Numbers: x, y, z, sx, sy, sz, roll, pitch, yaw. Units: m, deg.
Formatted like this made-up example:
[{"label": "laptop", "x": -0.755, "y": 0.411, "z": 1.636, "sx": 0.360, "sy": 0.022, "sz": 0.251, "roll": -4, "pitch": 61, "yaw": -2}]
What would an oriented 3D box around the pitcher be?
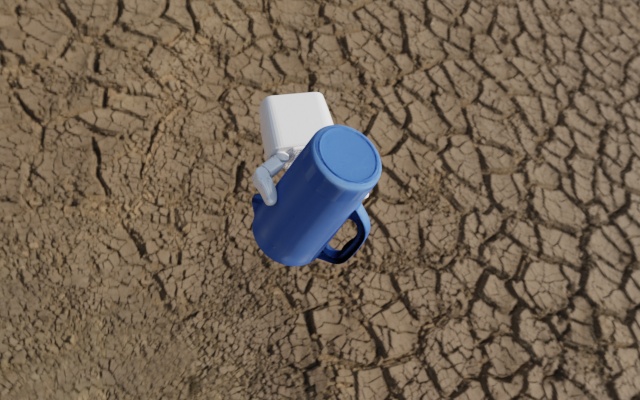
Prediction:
[{"label": "pitcher", "x": 0.000, "y": 0.002, "z": 0.732, "sx": 0.149, "sy": 0.145, "sz": 0.243, "roll": 0, "pitch": -29, "yaw": -26}]
